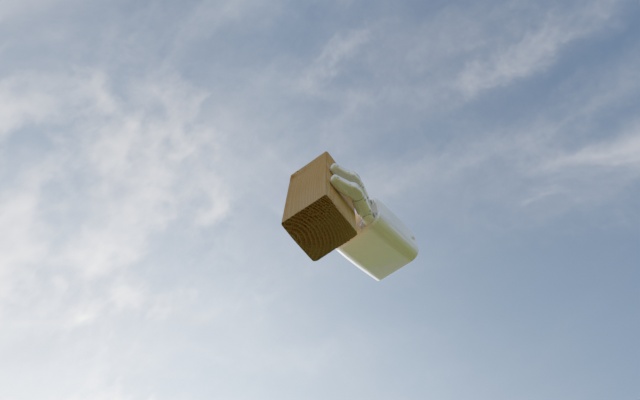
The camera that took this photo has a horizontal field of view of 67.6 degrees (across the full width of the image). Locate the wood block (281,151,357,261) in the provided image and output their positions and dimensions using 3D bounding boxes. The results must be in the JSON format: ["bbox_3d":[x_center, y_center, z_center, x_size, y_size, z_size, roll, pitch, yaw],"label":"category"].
[{"bbox_3d":[0.000,0.003,0.841,0.091,0.090,0.206,-34,19,15],"label":"wood block"}]
